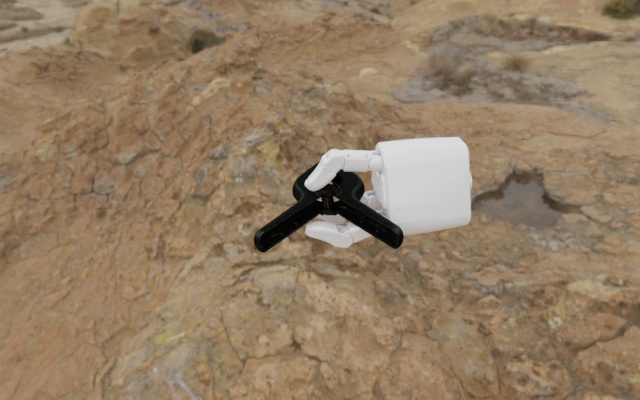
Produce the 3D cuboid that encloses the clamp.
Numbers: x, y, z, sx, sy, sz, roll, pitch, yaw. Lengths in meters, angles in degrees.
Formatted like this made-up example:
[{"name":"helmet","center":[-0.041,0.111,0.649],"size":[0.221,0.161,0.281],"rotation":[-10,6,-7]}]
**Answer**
[{"name":"clamp","center":[0.000,0.001,0.600],"size":[0.164,0.036,0.209],"rotation":[-4,29,-5]}]
